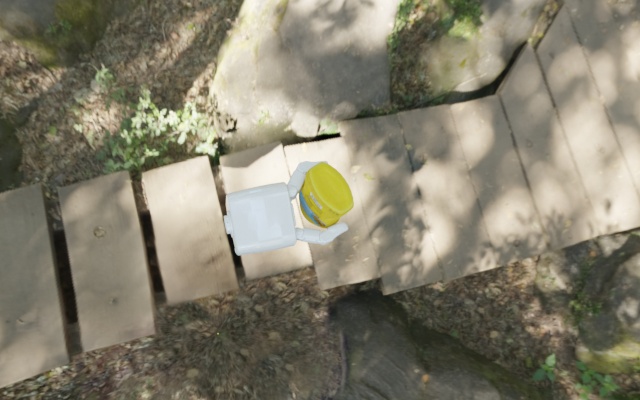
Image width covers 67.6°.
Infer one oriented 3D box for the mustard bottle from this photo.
[{"bbox_3d":[0.000,0.003,0.874,0.058,0.096,0.192,-35,-6,-18],"label":"mustard bottle"}]
